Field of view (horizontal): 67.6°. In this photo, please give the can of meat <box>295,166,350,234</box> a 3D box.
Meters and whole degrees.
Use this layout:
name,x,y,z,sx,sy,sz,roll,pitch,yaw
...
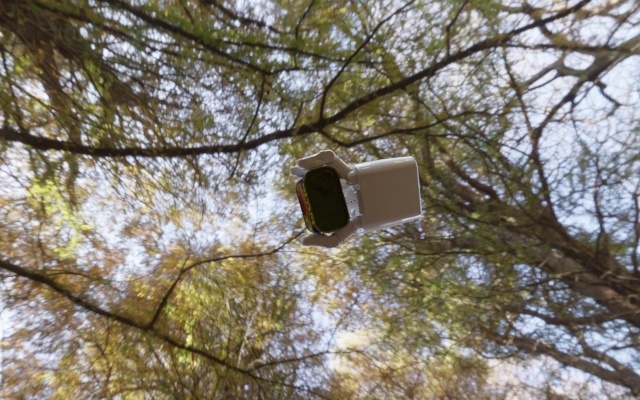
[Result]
name,x,y,z,sx,sy,sz,roll,pitch,yaw
can of meat,0.000,0.003,0.767,0.057,0.102,0.084,-15,-2,-15
